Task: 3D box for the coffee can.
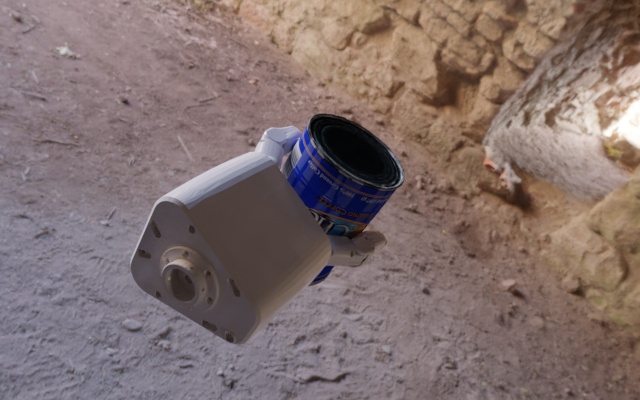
[{"bbox_3d":[0.000,0.002,0.469,0.103,0.102,0.140,0,-44,-42],"label":"coffee can"}]
